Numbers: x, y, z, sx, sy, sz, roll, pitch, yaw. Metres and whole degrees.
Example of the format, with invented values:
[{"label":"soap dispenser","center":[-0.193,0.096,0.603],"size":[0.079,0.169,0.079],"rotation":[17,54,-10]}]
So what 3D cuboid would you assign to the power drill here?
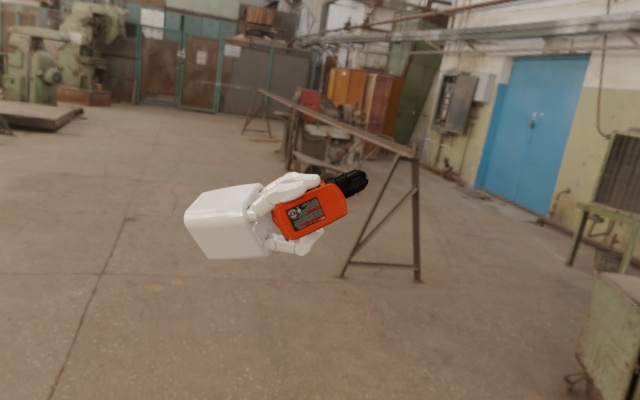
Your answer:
[{"label":"power drill","center":[0.000,0.003,0.773],"size":[0.184,0.057,0.187],"rotation":[-27,4,2]}]
